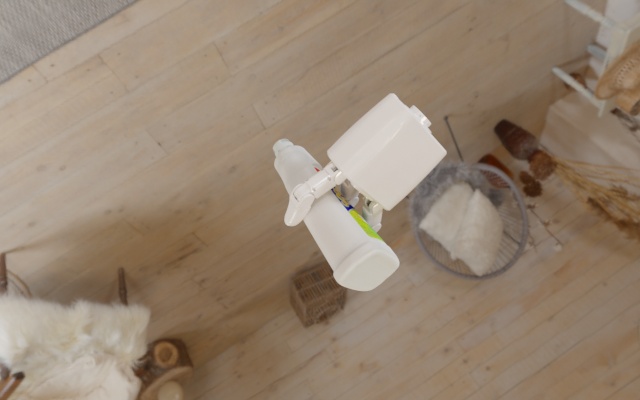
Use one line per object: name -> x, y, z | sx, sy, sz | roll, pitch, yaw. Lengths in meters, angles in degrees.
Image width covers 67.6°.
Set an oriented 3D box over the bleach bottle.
bleach bottle -> 0.000, 0.002, 0.637 | 0.068, 0.250, 0.102 | -43, -33, 10
